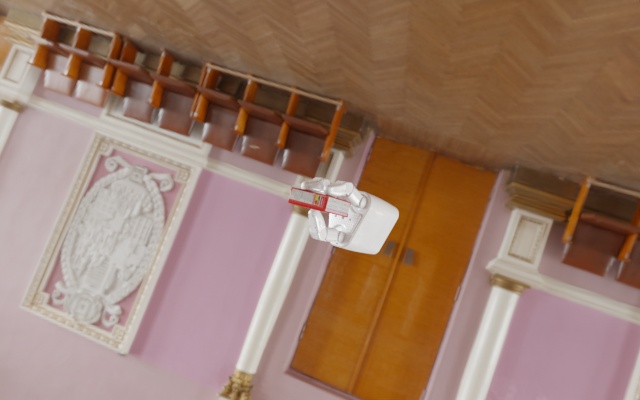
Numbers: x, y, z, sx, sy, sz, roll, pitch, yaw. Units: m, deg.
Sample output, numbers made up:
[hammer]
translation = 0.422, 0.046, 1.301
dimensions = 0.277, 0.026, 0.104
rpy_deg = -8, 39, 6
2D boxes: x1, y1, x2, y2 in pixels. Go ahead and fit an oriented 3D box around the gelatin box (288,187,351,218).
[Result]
[gelatin box]
translation = 0.000, 0.003, 0.810
dimensions = 0.073, 0.030, 0.089
rpy_deg = 15, 0, 30
